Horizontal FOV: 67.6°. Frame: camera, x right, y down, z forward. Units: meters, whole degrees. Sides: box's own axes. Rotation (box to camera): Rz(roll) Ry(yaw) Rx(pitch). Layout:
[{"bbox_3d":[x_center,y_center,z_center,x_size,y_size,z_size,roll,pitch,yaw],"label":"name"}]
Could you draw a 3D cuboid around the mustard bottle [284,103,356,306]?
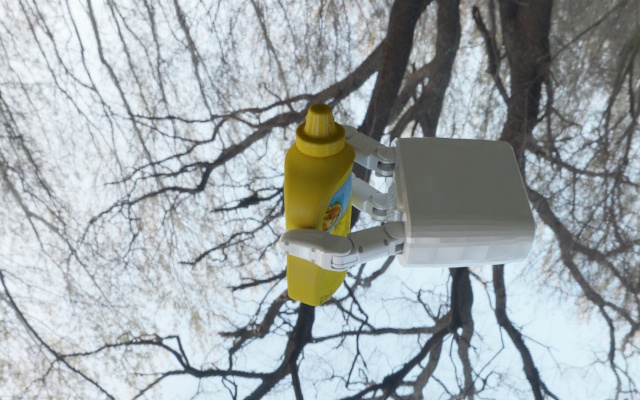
[{"bbox_3d":[0.000,0.002,0.435,0.058,0.192,0.096,15,42,16],"label":"mustard bottle"}]
